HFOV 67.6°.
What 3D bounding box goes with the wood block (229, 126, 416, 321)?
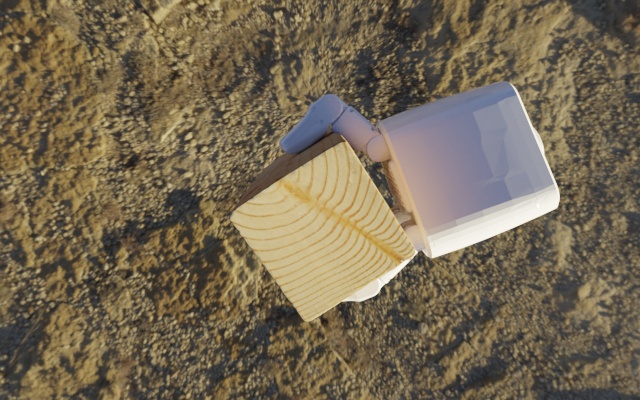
[{"bbox_3d":[0.000,0.001,0.402,0.090,0.091,0.206,-33,10,5],"label":"wood block"}]
